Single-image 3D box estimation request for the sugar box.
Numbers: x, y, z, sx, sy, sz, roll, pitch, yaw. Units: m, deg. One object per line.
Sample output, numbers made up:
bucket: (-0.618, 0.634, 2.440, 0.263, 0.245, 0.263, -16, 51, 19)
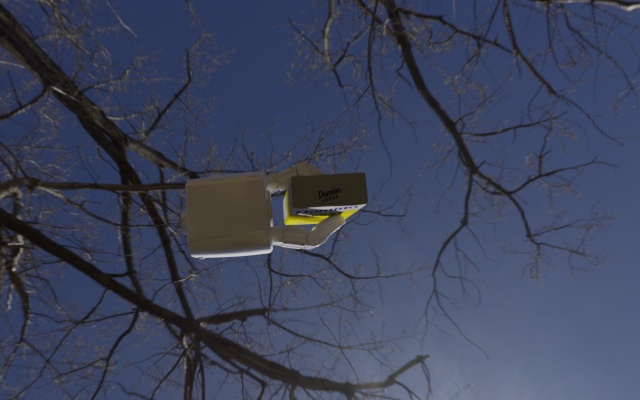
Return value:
sugar box: (0.000, 0.003, 0.650, 0.093, 0.048, 0.176, -4, -6, -7)
